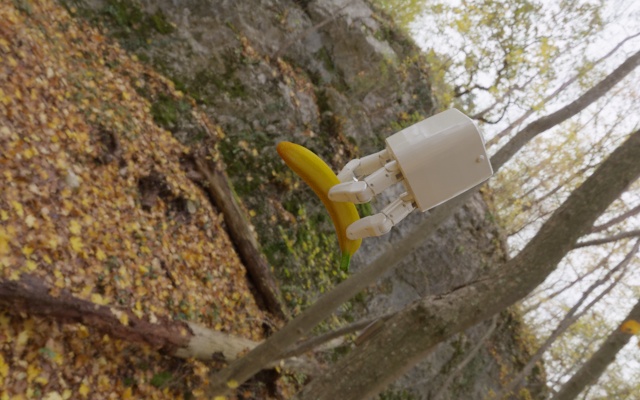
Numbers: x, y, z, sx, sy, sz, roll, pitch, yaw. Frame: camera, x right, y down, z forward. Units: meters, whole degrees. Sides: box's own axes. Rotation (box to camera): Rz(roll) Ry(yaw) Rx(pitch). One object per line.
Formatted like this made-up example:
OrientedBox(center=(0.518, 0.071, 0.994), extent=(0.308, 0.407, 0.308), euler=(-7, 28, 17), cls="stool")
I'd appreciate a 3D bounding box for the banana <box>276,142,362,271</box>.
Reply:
OrientedBox(center=(0.010, -0.003, 0.652), extent=(0.037, 0.198, 0.069), euler=(-20, 16, 35), cls="banana")
